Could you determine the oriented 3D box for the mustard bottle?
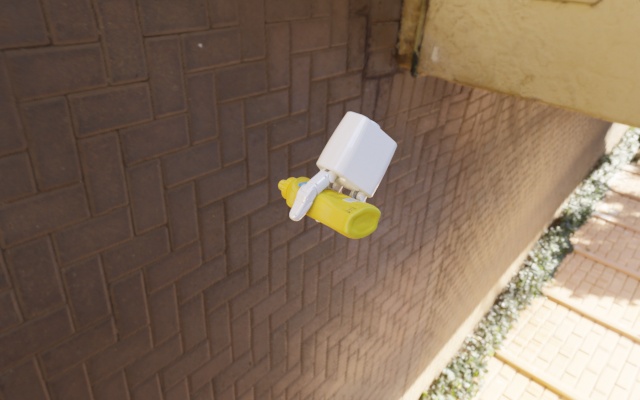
[{"bbox_3d":[0.000,0.003,0.810,0.191,0.058,0.096,25,18,35],"label":"mustard bottle"}]
